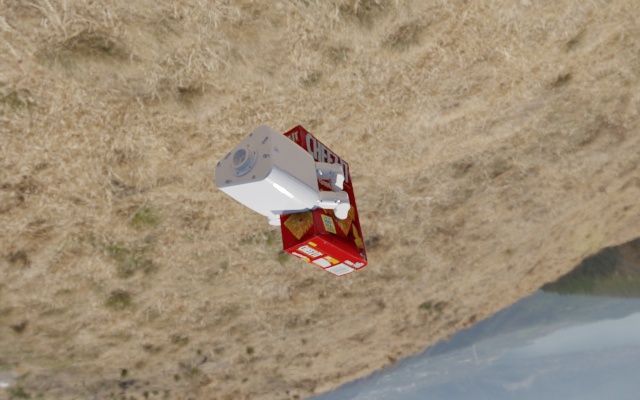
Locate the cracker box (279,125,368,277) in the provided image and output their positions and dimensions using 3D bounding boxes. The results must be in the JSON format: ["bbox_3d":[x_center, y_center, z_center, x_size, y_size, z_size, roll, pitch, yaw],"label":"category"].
[{"bbox_3d":[0.000,0.003,0.807,0.072,0.213,0.164,-24,-34,25],"label":"cracker box"}]
